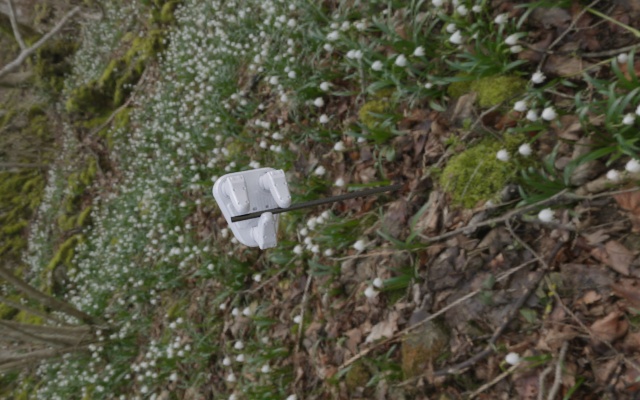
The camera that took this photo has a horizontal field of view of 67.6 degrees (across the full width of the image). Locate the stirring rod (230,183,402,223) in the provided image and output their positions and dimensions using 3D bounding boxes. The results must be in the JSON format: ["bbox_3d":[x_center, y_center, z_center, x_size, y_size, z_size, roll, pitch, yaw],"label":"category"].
[{"bbox_3d":[0.000,0.002,0.637,0.239,0.011,0.011,-11,3,-17],"label":"stirring rod"}]
